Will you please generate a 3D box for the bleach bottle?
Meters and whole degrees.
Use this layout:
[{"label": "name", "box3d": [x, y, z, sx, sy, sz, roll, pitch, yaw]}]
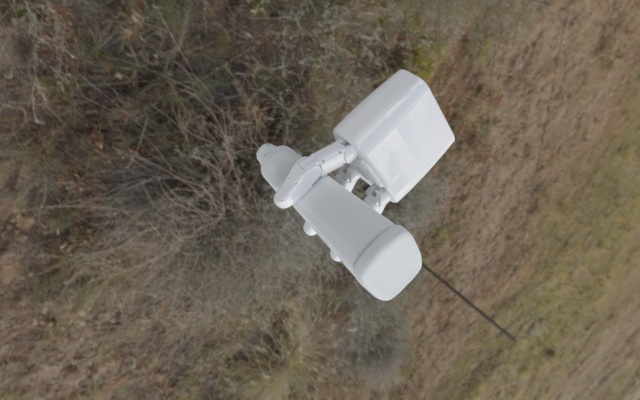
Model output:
[{"label": "bleach bottle", "box3d": [0.000, 0.002, 0.543, 0.250, 0.068, 0.103, 42, -6, 36]}]
